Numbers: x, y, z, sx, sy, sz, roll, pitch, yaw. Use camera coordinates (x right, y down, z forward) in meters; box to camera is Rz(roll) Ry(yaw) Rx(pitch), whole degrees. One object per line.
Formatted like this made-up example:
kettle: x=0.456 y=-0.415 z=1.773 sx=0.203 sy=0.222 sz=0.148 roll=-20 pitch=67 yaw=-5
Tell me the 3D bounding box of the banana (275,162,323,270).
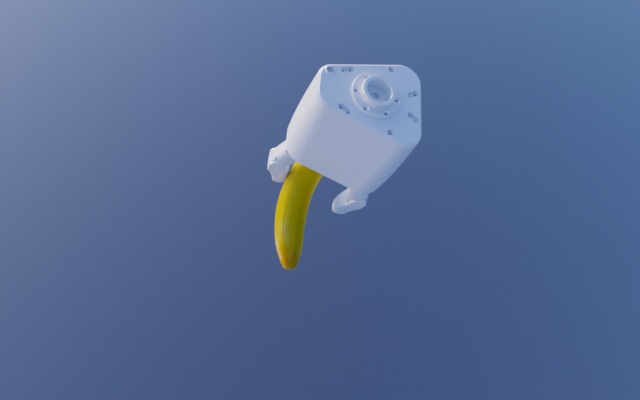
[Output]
banana: x=-0.013 y=-0.011 z=0.586 sx=0.069 sy=0.197 sz=0.037 roll=36 pitch=-29 yaw=-8
